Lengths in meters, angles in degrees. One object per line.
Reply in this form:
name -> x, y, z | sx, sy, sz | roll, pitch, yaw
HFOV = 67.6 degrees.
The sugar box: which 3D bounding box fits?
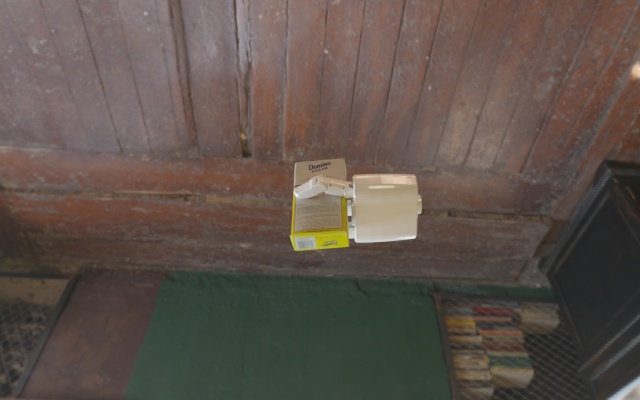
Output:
sugar box -> 0.000, 0.003, 0.823 | 0.093, 0.048, 0.176 | -4, 44, 6
